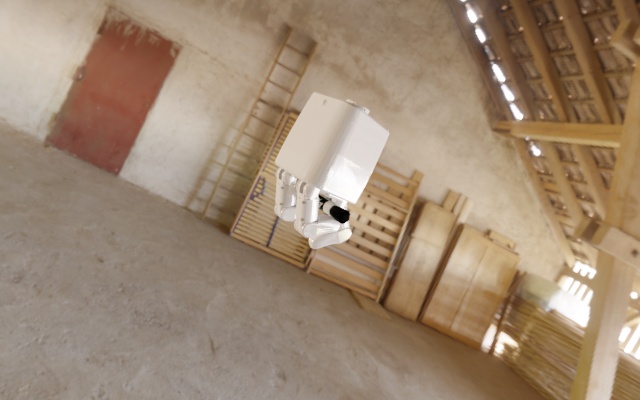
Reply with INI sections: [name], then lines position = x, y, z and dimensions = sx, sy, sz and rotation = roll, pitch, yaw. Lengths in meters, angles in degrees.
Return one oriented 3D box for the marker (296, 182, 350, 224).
[marker]
position = 0.000, 0.002, 0.637
dimensions = 0.020, 0.020, 0.121
rotation = 0, 20, -35
